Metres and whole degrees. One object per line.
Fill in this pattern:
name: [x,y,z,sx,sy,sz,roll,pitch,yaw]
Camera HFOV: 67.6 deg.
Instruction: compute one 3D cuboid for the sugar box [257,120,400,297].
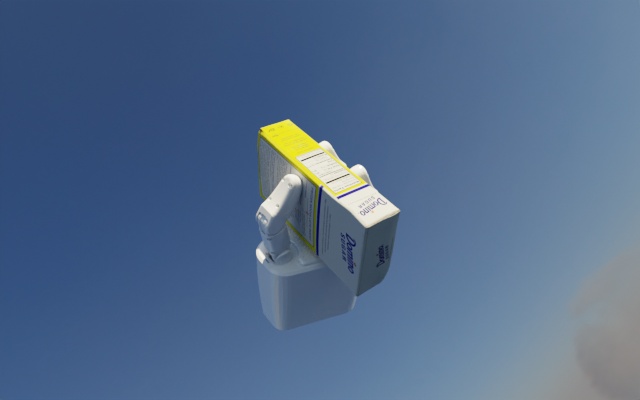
sugar box: [0.000,0.001,0.474,0.048,0.093,0.176,-26,49,-29]
